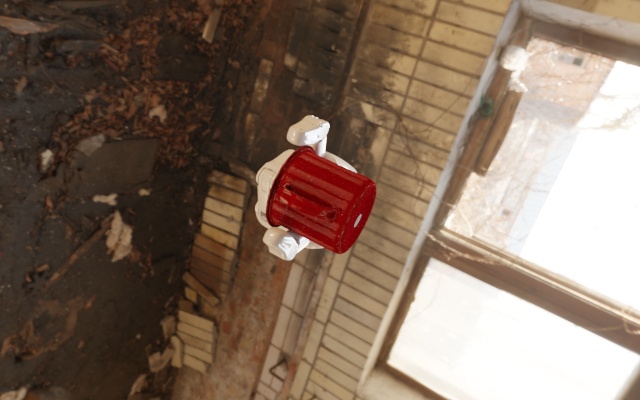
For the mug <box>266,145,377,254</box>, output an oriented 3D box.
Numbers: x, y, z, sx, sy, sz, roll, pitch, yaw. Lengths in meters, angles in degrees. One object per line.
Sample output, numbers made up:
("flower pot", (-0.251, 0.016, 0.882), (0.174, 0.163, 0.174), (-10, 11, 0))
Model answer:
("mug", (0.000, 0.002, 0.471), (0.081, 0.093, 0.117), (26, 6, 19))
